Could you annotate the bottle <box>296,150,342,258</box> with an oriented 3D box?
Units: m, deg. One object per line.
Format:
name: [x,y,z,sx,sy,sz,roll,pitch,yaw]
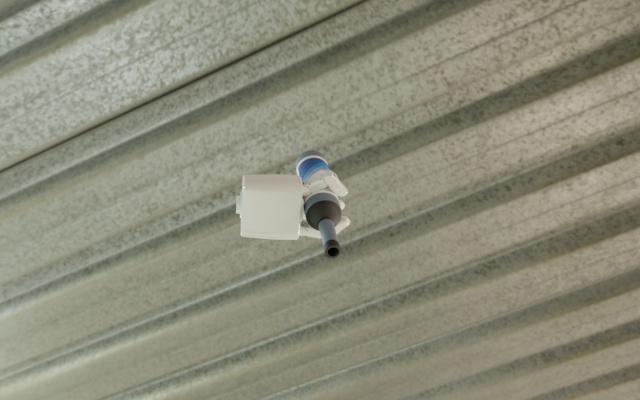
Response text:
bottle: [0.000,0.003,0.893,0.069,0.069,0.295,0,33,-9]
